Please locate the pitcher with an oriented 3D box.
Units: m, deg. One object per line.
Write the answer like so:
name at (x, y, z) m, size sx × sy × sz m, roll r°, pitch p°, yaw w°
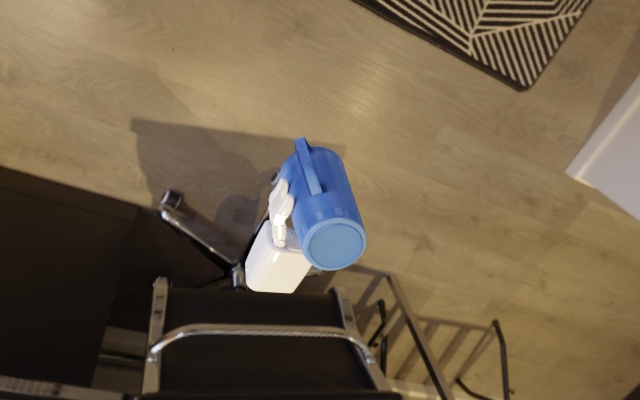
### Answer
pitcher at (0.000, 0.003, 0.859) m, size 0.149 × 0.145 × 0.242 m, roll 22°, pitch 25°, yaw -23°
